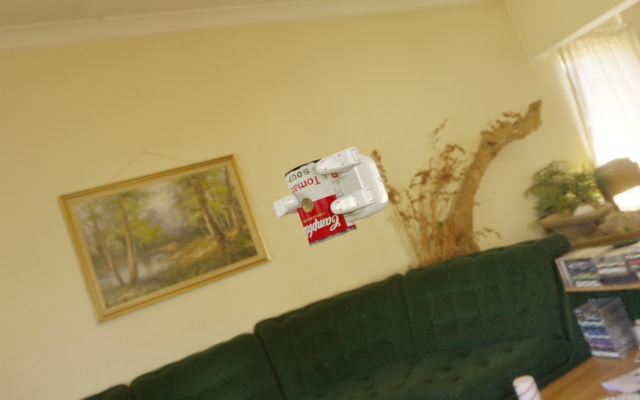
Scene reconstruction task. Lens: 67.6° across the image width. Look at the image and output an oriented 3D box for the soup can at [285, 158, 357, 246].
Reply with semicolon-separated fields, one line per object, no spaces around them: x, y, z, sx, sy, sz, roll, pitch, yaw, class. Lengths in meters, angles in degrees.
0.000;0.002;0.637;0.068;0.102;0.068;-20;-5;-2;soup can
